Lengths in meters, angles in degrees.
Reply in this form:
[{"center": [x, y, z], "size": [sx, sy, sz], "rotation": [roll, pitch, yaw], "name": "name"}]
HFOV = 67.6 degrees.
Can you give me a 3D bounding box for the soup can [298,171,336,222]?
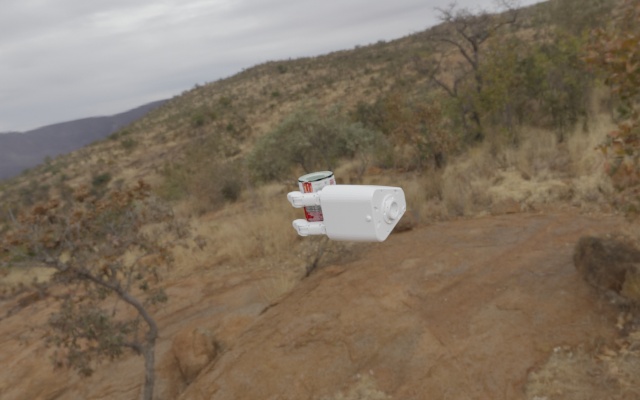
[{"center": [0.000, 0.003, 0.892], "size": [0.068, 0.102, 0.068], "rotation": [-10, 14, 3], "name": "soup can"}]
